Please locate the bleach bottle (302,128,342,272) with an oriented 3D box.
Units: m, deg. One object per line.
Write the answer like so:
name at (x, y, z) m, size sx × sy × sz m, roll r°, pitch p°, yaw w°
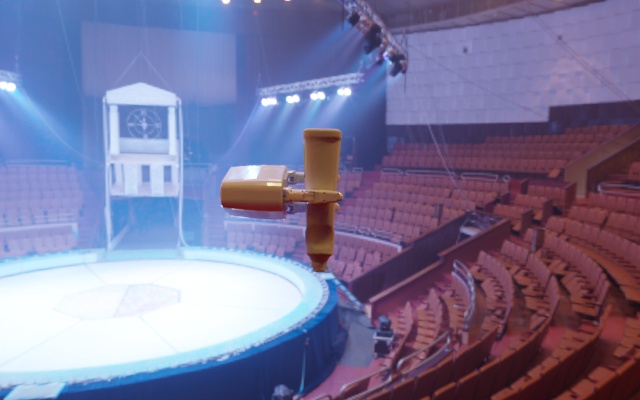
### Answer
bleach bottle at (0.000, 0.003, 0.845) m, size 0.068 × 0.251 × 0.102 m, roll 1°, pitch 4°, yaw 1°
